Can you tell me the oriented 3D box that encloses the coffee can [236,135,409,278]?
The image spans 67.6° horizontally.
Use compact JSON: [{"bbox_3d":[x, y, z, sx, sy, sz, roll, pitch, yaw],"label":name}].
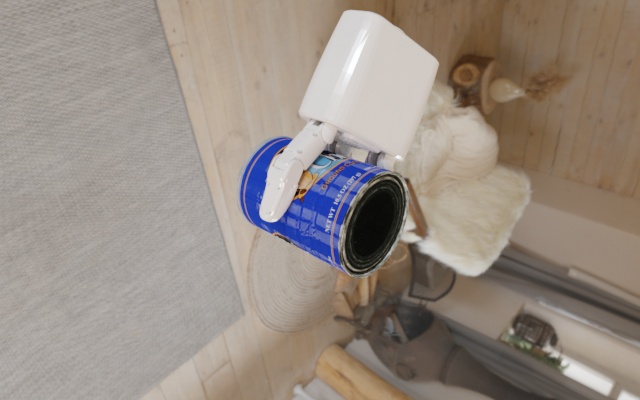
[{"bbox_3d":[0.000,0.002,0.471,0.140,0.103,0.103,23,14,37],"label":"coffee can"}]
